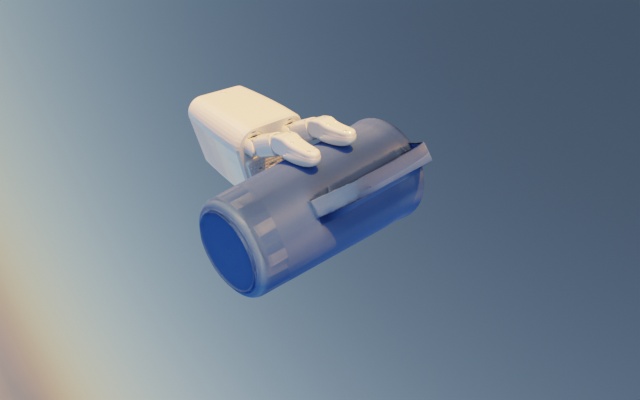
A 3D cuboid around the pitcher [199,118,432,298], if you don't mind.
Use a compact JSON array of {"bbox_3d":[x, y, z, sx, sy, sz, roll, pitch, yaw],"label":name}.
[{"bbox_3d":[0.000,0.002,0.524,0.242,0.149,0.145,-29,51,-36],"label":"pitcher"}]
